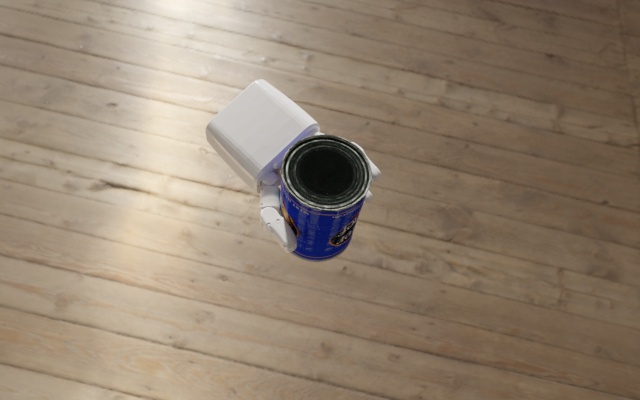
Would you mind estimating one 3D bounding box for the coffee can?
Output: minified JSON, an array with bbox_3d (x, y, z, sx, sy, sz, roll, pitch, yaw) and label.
[{"bbox_3d":[0.000,0.002,0.589,0.103,0.102,0.140,0,-30,-7],"label":"coffee can"}]
